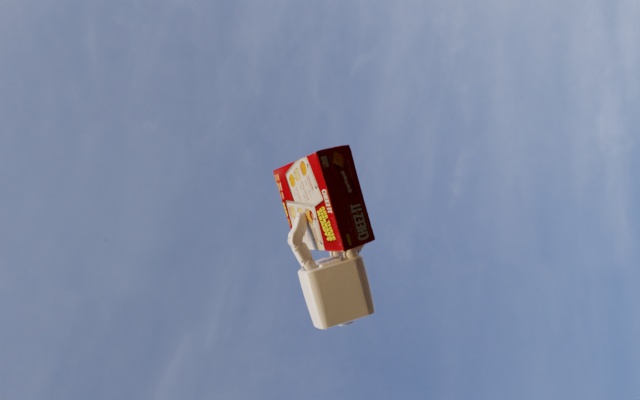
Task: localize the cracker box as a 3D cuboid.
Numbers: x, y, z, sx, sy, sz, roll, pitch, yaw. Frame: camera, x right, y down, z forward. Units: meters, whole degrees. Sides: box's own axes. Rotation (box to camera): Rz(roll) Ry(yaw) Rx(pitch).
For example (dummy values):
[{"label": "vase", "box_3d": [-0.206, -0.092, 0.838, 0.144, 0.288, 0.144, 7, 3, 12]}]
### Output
[{"label": "cracker box", "box_3d": [0.000, 0.003, 0.846, 0.072, 0.164, 0.214, -17, 2, -24]}]
